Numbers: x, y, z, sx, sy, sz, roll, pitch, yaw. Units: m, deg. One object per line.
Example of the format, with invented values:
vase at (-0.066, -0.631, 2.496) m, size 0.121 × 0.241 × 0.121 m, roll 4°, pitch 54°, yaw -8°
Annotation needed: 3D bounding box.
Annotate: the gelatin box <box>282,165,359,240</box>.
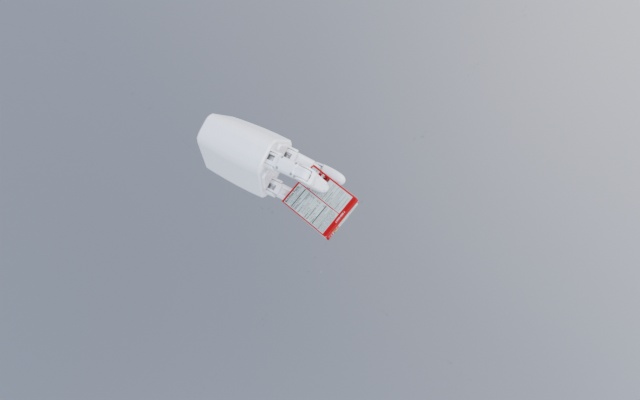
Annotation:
gelatin box at (0.000, 0.002, 0.702) m, size 0.089 × 0.073 × 0.030 m, roll 39°, pitch -4°, yaw 15°
